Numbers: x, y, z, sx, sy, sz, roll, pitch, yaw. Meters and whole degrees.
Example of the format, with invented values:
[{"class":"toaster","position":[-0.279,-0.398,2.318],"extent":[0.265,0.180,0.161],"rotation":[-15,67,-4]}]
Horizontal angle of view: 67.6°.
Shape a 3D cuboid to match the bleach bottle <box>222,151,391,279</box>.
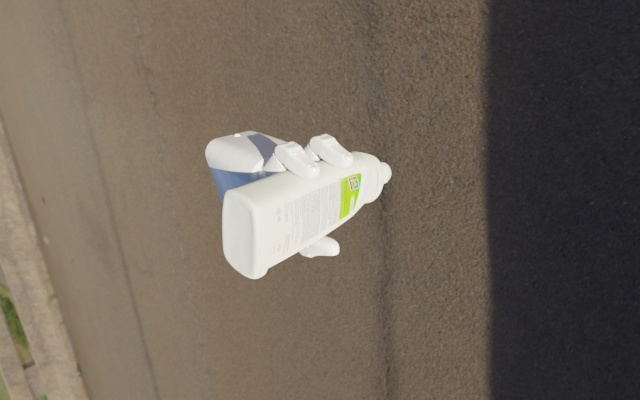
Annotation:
[{"class":"bleach bottle","position":[0.000,0.002,0.588],"extent":[0.068,0.103,0.251],"rotation":[27,34,37]}]
